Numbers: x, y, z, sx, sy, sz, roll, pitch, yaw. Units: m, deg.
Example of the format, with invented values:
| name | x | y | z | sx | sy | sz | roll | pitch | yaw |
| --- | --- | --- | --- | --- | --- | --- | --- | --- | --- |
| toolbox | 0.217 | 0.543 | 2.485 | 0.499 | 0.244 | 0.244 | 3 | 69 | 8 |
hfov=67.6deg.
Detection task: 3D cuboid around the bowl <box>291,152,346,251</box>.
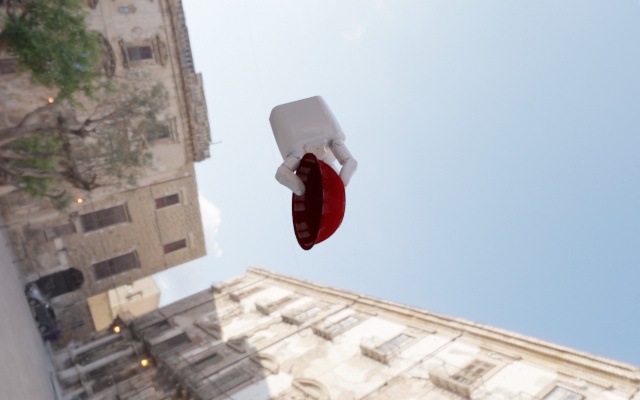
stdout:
| name | x | y | z | sx | sy | sz | roll | pitch | yaw |
| --- | --- | --- | --- | --- | --- | --- | --- | --- | --- |
| bowl | 0.001 | 0.004 | 0.794 | 0.055 | 0.162 | 0.162 | 2 | -1 | -20 |
